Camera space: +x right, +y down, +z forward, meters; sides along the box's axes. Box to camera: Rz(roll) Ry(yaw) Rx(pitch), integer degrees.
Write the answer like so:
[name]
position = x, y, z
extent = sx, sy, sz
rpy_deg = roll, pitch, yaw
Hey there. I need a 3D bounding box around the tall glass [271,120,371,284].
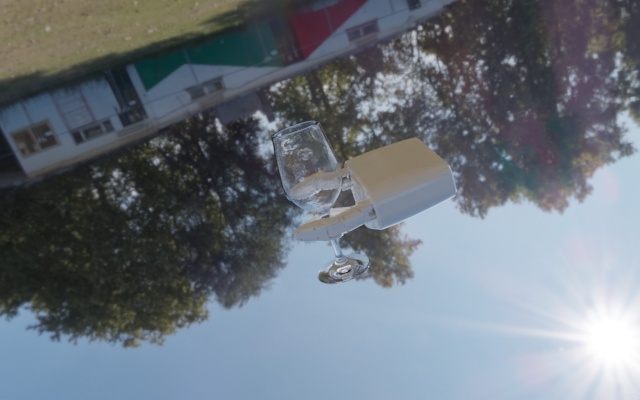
[tall glass]
position = 0.000, 0.003, 0.610
extent = 0.079, 0.201, 0.079
rpy_deg = -18, 17, 6
